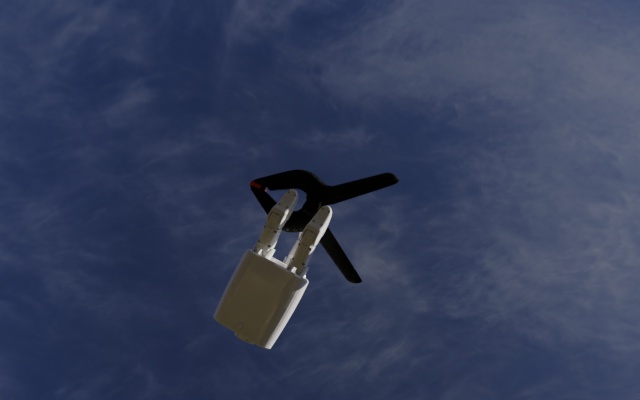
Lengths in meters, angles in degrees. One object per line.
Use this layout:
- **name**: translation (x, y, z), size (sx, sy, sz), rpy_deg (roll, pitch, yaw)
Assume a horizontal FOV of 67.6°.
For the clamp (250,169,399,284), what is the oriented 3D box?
- **clamp**: translation (0.000, 0.002, 0.691), size (0.210, 0.164, 0.036), rpy_deg (26, -11, 15)
